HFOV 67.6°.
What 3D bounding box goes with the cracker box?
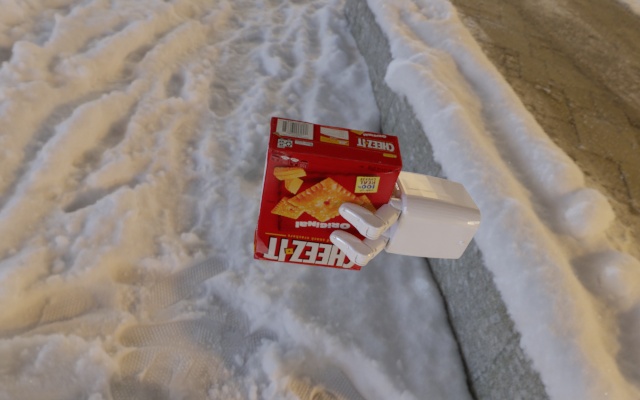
[{"bbox_3d":[0.000,0.002,0.648,0.164,0.072,0.214,8,-46,-7],"label":"cracker box"}]
